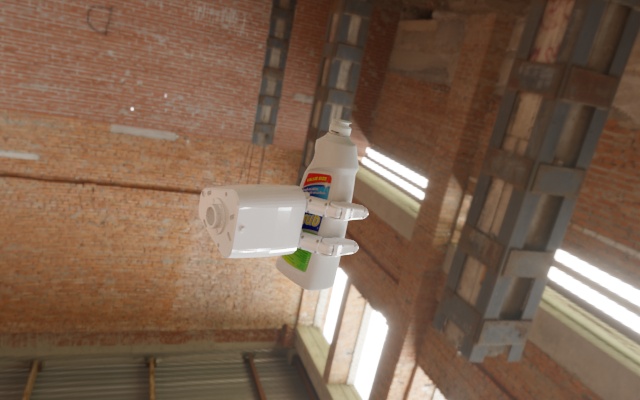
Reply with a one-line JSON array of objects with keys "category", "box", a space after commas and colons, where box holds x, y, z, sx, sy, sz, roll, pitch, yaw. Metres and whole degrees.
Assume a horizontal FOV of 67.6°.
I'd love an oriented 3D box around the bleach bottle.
[{"category": "bleach bottle", "box": [0.000, 0.002, 0.715, 0.068, 0.251, 0.102, -2, 21, -41]}]
